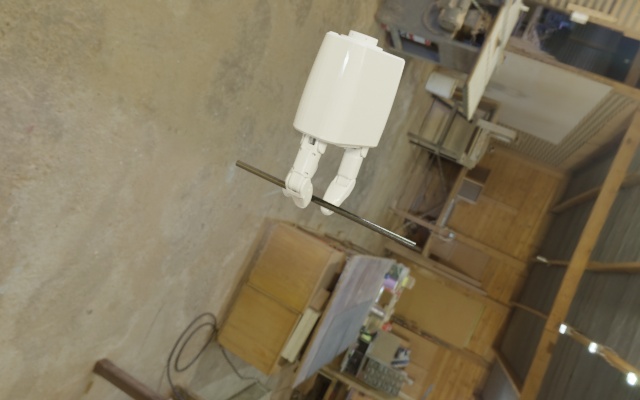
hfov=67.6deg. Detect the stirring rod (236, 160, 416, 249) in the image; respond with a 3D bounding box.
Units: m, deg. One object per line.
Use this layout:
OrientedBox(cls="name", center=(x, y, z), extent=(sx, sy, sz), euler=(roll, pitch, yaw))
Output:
OrientedBox(cls="stirring rod", center=(0.000, 0.002, 0.564), extent=(0.239, 0.011, 0.011), euler=(25, 8, 17))
